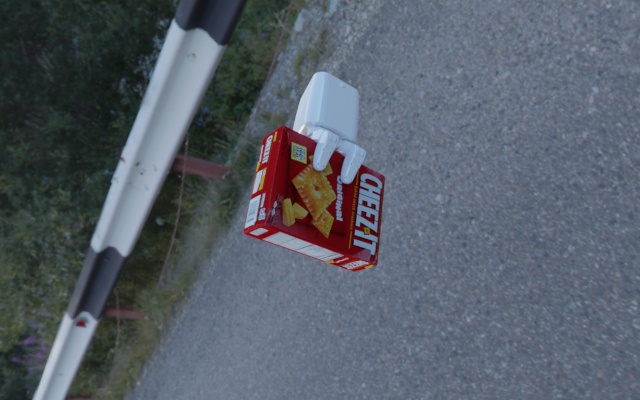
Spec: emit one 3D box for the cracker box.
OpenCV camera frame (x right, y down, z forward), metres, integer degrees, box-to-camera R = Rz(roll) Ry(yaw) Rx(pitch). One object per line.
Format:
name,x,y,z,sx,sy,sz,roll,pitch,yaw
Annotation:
cracker box,0.000,0.002,0.750,0.214,0.164,0.072,23,-27,-30
